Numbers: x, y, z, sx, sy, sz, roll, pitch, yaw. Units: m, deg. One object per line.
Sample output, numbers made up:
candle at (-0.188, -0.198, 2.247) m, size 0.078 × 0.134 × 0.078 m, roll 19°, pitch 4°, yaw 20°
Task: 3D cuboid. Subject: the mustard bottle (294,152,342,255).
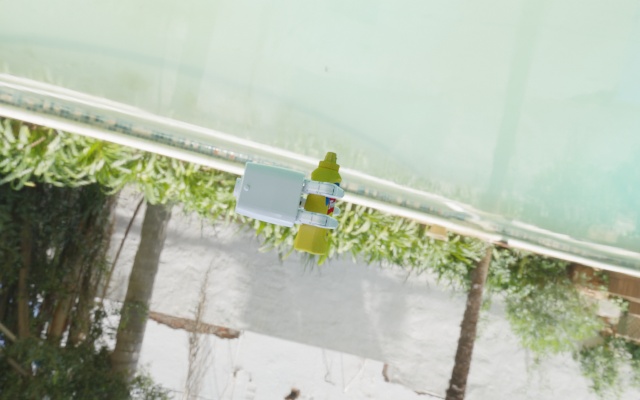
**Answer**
mustard bottle at (0.000, 0.003, 0.893) m, size 0.058 × 0.191 × 0.096 m, roll 12°, pitch -3°, yaw 16°
